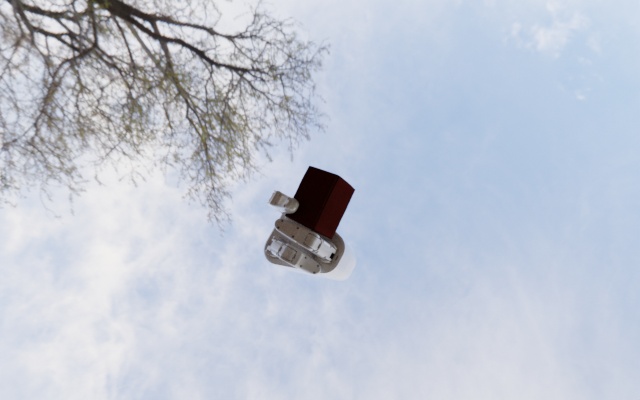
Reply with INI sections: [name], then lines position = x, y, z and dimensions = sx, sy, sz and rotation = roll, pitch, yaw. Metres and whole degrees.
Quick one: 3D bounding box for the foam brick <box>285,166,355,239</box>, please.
[foam brick]
position = 0.000, 0.002, 0.635
dimensions = 0.053, 0.078, 0.051
rotation = 24, -4, 36
